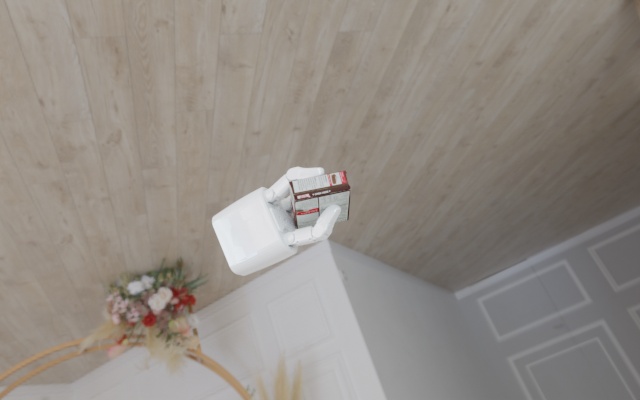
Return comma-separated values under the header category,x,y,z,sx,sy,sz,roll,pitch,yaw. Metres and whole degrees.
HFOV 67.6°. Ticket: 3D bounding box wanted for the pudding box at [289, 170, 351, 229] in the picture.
category,x,y,z,sx,sy,sz,roll,pitch,yaw
pudding box,0.000,0.003,0.754,0.090,0.039,0.113,-12,-25,-6
